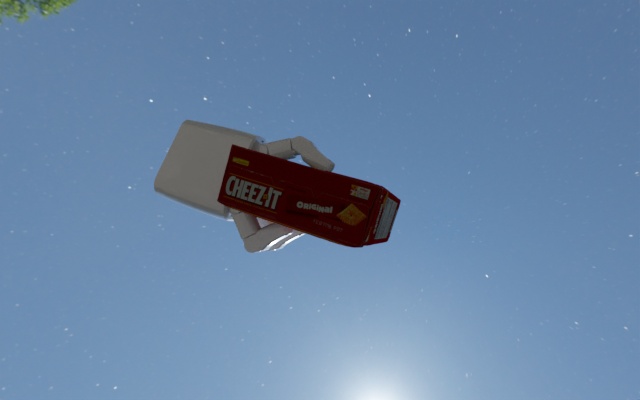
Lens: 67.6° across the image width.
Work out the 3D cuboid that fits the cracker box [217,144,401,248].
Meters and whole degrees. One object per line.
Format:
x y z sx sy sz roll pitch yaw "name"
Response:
0.000 0.002 0.571 0.164 0.072 0.214 16 1 15 "cracker box"
